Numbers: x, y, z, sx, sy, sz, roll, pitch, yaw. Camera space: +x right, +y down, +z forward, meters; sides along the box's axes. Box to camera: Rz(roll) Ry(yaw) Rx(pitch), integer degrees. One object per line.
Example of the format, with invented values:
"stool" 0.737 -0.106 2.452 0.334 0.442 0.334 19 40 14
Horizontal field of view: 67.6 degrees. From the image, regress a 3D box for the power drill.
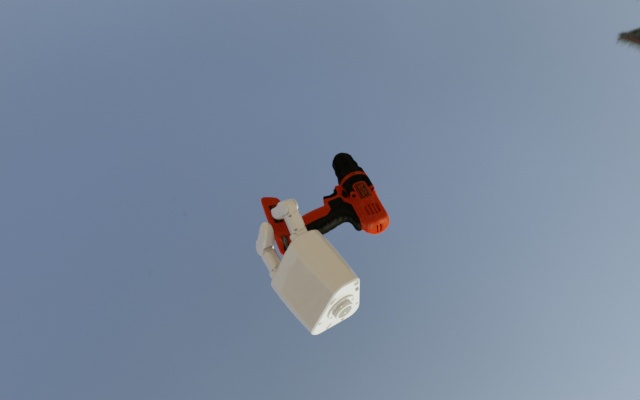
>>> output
"power drill" 0.000 0.003 0.799 0.187 0.057 0.184 -20 46 -6
